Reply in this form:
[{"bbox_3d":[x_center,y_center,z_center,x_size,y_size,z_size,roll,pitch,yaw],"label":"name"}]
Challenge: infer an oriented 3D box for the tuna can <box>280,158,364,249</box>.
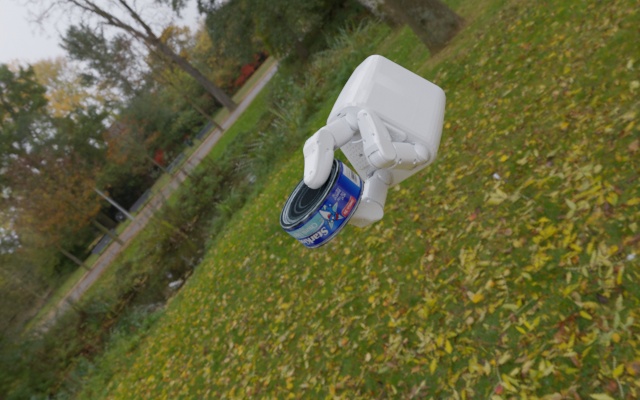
[{"bbox_3d":[0.000,0.001,0.458,0.034,0.086,0.086,38,-16,-21],"label":"tuna can"}]
